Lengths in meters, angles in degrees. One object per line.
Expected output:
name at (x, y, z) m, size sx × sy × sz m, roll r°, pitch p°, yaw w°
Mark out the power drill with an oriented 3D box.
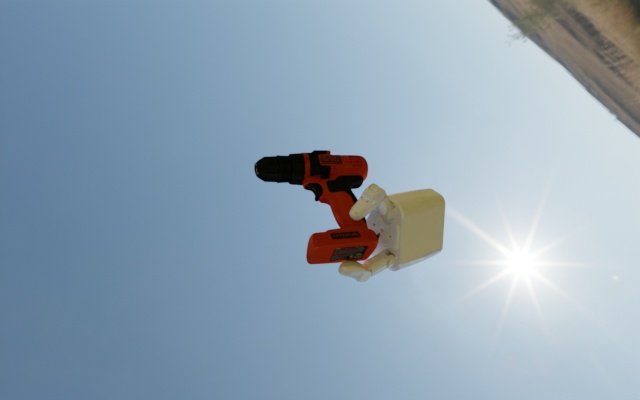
power drill at (0.000, 0.003, 0.720) m, size 0.184 × 0.187 × 0.057 m, roll -2°, pitch -36°, yaw -15°
